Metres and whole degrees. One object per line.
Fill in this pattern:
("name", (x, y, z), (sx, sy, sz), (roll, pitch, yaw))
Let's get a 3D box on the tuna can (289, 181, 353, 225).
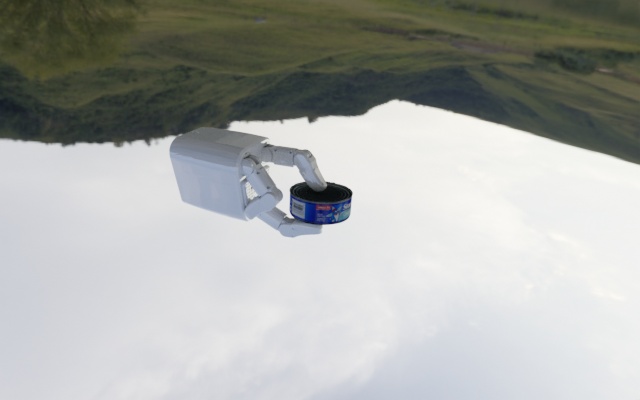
("tuna can", (0.000, 0.003, 0.647), (0.086, 0.034, 0.086), (3, 21, -1))
